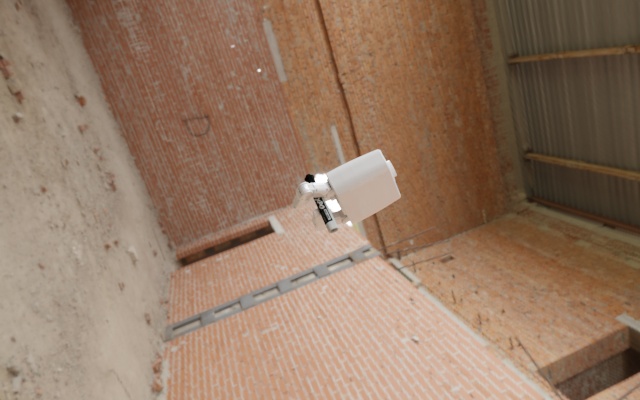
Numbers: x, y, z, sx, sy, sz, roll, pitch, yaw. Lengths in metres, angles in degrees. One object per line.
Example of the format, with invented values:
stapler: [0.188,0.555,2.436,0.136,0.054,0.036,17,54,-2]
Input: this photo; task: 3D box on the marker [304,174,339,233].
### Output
marker: [0.000,0.003,0.843,0.020,0.121,0.020,-20,-27,-11]
